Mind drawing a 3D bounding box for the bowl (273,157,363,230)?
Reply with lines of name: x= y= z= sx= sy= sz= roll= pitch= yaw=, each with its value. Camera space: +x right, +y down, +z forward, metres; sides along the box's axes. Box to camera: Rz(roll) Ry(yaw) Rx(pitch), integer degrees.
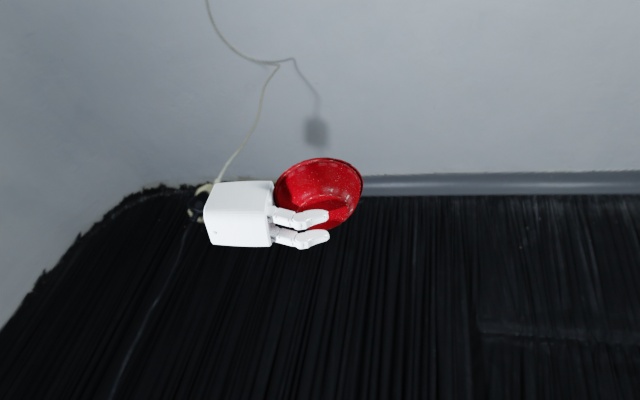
bowl: x=0.001 y=0.003 z=0.825 sx=0.162 sy=0.055 sz=0.162 roll=-6 pitch=-42 yaw=-6
